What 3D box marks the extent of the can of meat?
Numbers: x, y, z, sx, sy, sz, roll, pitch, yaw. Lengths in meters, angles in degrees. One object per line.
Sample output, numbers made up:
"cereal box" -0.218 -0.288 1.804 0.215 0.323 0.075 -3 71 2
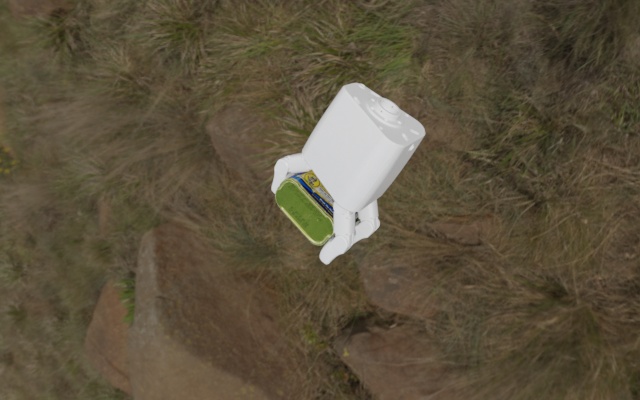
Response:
"can of meat" 0.000 0.002 0.644 0.084 0.102 0.057 -31 -16 -51
